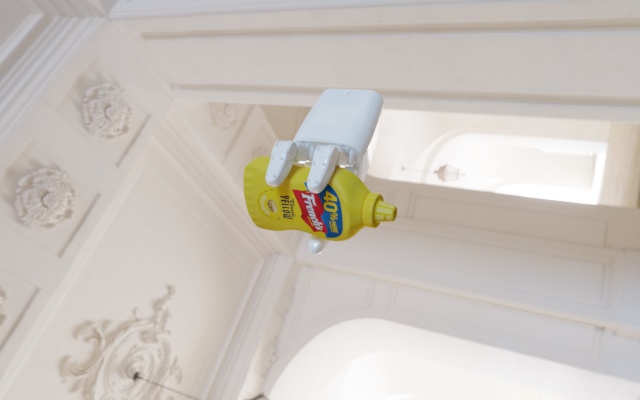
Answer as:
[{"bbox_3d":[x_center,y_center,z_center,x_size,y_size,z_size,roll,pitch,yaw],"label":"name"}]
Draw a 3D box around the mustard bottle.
[{"bbox_3d":[0.000,0.002,0.585,0.191,0.096,0.058,9,31,25],"label":"mustard bottle"}]
